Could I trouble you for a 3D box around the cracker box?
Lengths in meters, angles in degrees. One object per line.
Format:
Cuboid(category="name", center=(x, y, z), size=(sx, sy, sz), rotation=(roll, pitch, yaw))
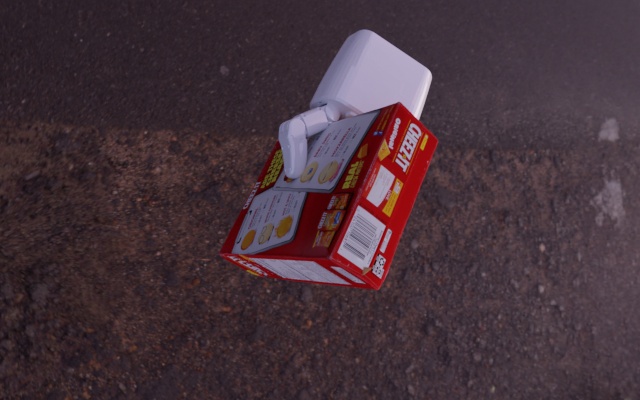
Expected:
Cuboid(category="cracker box", center=(0.000, 0.002, 0.500), size=(0.072, 0.164, 0.214), rotation=(37, -24, -28))
